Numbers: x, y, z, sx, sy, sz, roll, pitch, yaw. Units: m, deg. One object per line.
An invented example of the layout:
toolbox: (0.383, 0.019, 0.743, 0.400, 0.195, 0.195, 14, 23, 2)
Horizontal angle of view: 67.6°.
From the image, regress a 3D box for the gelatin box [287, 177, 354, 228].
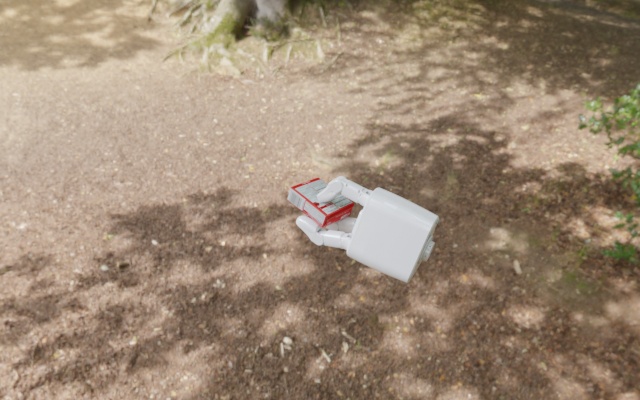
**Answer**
gelatin box: (0.000, 0.002, 0.804, 0.089, 0.030, 0.073, 38, 37, 25)
